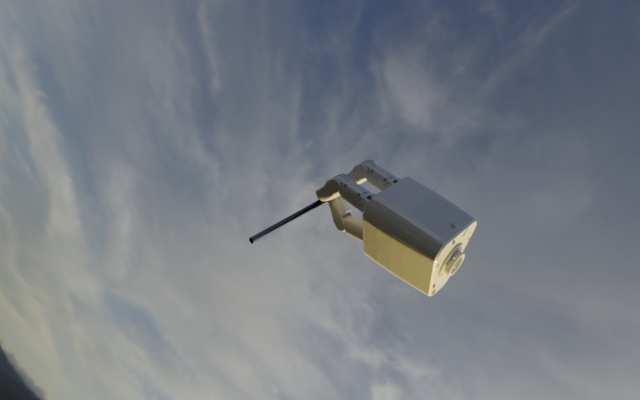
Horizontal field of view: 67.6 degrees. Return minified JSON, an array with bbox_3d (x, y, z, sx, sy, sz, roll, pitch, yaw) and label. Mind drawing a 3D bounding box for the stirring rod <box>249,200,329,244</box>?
[{"bbox_3d":[0.000,0.002,0.643,0.239,0.011,0.011,-29,19,-38],"label":"stirring rod"}]
